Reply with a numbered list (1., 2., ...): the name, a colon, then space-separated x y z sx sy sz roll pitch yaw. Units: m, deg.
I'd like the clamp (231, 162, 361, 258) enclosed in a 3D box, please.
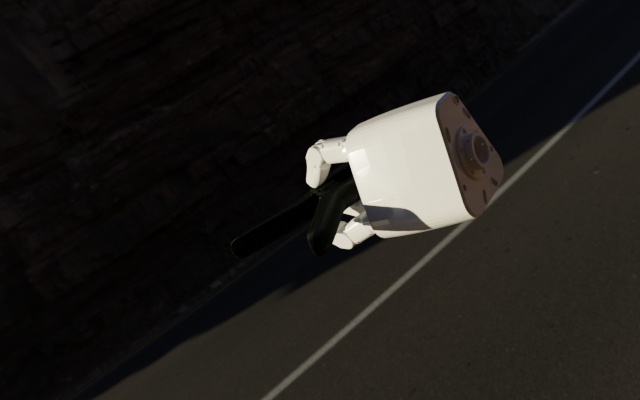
1. clamp: 0.000 0.001 0.547 0.164 0.036 0.210 -12 23 45
